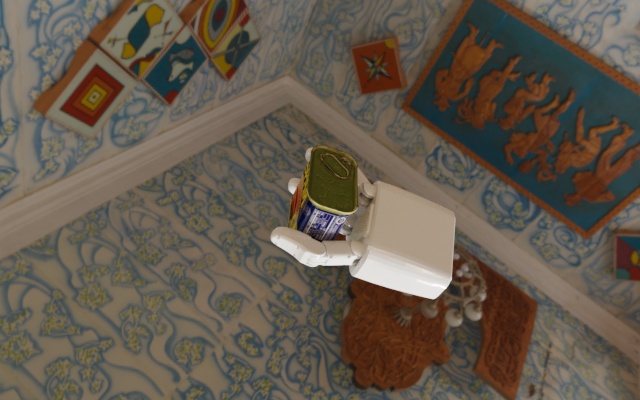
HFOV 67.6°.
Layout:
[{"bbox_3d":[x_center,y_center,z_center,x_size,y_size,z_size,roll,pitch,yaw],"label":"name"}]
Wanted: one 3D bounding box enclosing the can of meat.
[{"bbox_3d":[0.000,0.002,0.546,0.057,0.102,0.084,17,-48,-12],"label":"can of meat"}]
